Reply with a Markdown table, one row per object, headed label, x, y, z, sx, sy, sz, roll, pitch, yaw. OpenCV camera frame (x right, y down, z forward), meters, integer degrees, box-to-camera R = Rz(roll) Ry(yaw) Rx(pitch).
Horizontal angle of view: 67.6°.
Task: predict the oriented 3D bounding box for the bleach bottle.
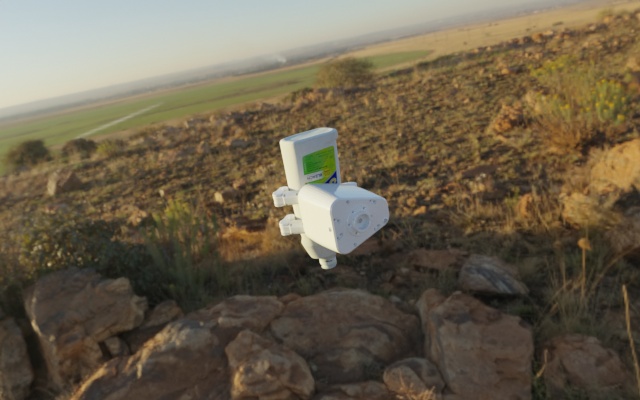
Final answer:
| label | x | y | z | sx | sy | sz | roll | pitch | yaw |
| --- | --- | --- | --- | --- | --- | --- | --- | --- | --- |
| bleach bottle | 0.000 | 0.003 | 0.862 | 0.102 | 0.251 | 0.068 | -20 | 21 | -25 |
